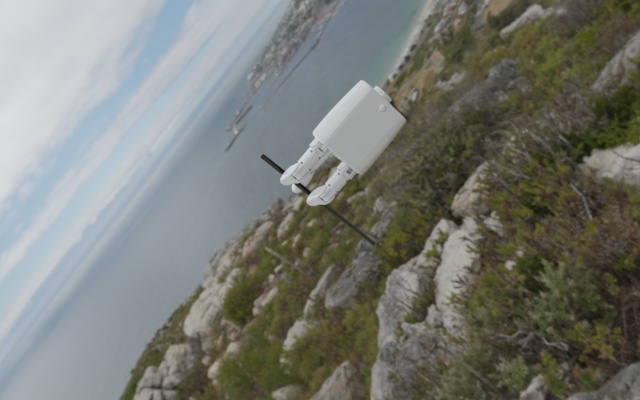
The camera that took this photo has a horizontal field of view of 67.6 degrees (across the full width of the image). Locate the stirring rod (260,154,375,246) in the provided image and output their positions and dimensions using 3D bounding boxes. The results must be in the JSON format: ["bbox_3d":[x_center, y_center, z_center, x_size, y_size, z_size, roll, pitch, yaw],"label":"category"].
[{"bbox_3d":[0.000,0.003,0.768,0.239,0.011,0.011,38,-14,-18],"label":"stirring rod"}]
